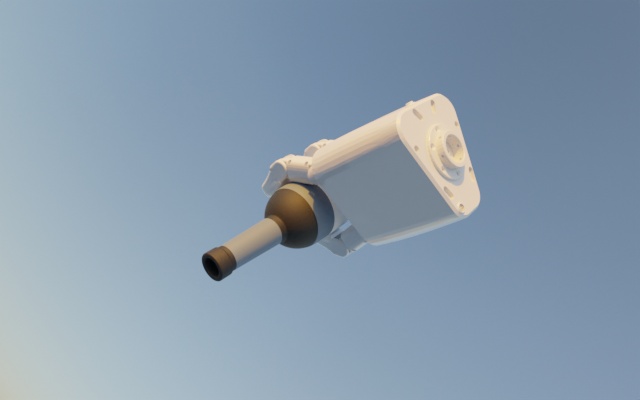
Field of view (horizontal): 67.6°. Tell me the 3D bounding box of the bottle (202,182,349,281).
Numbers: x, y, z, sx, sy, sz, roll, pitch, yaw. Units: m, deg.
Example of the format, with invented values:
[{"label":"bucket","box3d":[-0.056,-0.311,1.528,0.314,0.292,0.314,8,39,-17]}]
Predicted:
[{"label":"bottle","box3d":[0.000,0.002,0.506,0.069,0.069,0.295,0,22,43]}]
